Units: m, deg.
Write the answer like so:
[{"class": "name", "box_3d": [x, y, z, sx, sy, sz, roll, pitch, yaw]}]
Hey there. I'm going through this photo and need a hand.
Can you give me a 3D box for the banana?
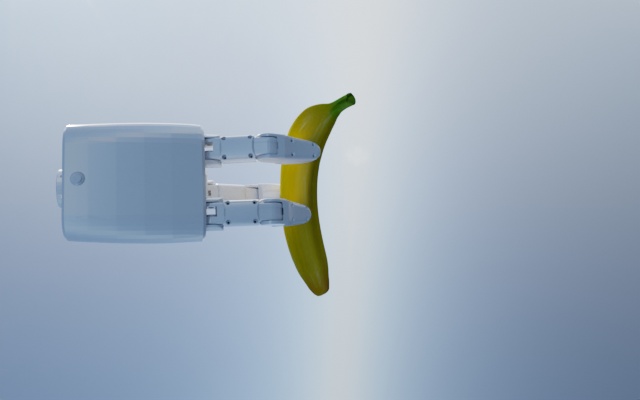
[{"class": "banana", "box_3d": [-0.012, -0.007, 0.463, 0.037, 0.198, 0.069, -7, 20, -40]}]
